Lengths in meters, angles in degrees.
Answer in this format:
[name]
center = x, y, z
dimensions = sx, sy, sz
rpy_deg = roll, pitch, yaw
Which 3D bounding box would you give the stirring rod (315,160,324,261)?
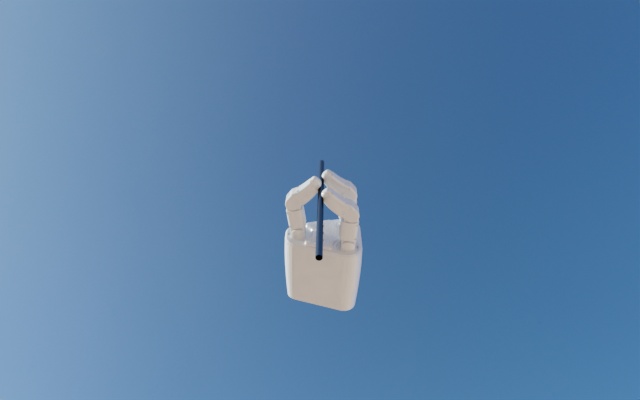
[stirring rod]
center = 0.000, 0.002, 0.616
dimensions = 0.011, 0.011, 0.239
rpy_deg = 0, 30, 1
